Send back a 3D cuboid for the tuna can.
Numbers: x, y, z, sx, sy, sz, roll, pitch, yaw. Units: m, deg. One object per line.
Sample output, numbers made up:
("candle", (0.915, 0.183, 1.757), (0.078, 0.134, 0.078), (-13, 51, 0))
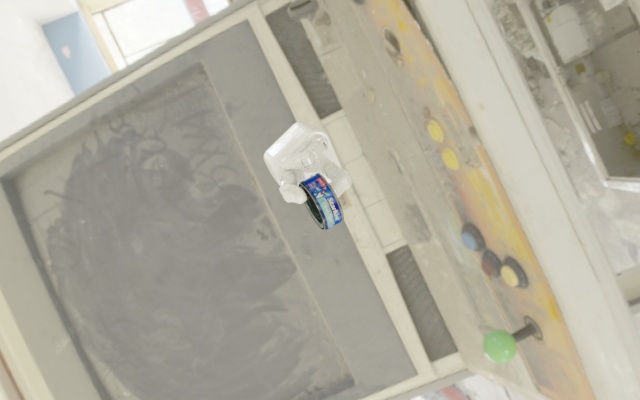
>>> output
("tuna can", (0.000, 0.003, 0.739), (0.034, 0.086, 0.086), (-28, 6, -12))
